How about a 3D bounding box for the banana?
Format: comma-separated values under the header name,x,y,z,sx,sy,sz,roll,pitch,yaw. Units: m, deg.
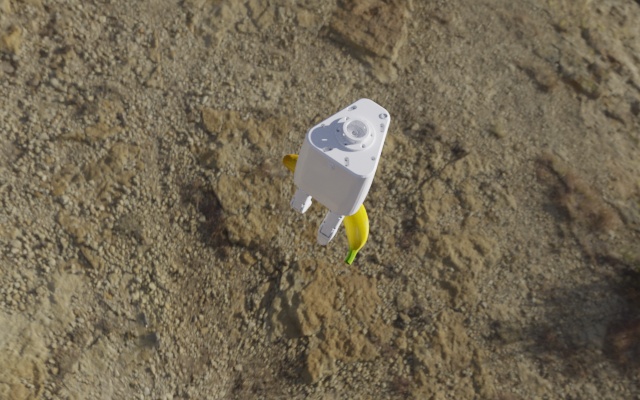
name,x,y,z,sx,sy,sz,roll,pitch,yaw
banana,0.018,-0.004,0.725,0.069,0.197,0.037,-29,-16,-12
